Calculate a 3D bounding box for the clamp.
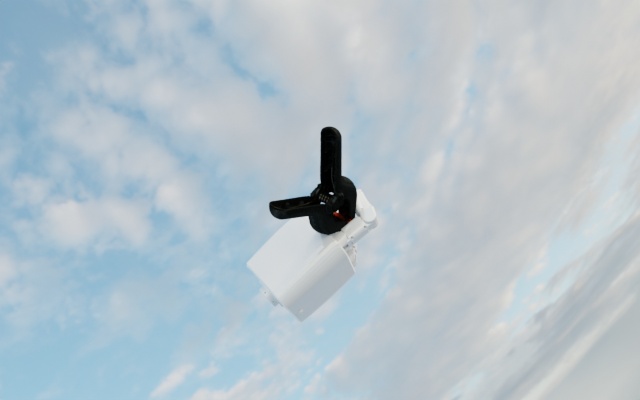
[{"bbox_3d":[0.000,0.002,0.583,0.039,0.120,0.172,36,-16,34],"label":"clamp"}]
